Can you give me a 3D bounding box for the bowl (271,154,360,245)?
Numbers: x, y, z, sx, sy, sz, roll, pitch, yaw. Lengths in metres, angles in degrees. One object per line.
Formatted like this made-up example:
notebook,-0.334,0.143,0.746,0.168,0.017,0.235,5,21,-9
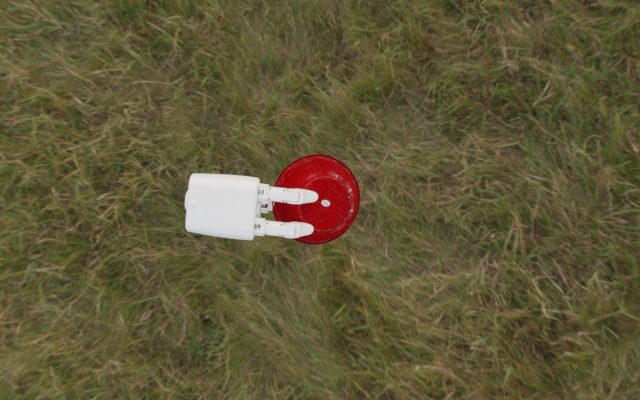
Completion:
bowl,0.002,0.003,0.817,0.162,0.162,0.055,0,8,-15
